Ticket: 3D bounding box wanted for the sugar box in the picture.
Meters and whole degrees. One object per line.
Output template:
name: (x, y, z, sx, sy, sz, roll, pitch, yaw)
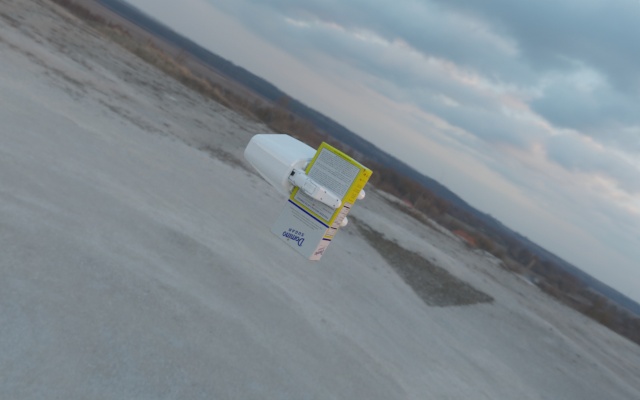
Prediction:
sugar box: (0.000, 0.003, 0.794, 0.093, 0.176, 0.048, 35, 9, 25)
